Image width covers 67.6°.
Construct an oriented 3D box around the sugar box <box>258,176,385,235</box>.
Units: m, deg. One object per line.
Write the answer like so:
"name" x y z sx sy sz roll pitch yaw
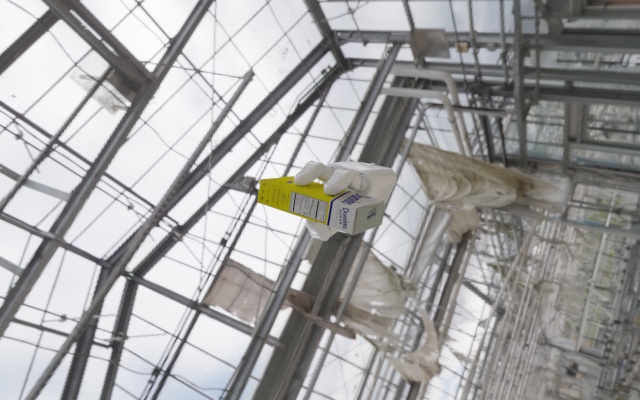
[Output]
"sugar box" 0.000 0.002 0.727 0.176 0.048 0.093 14 14 30
